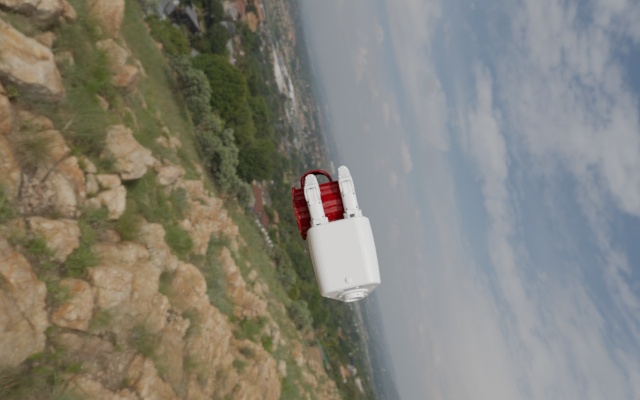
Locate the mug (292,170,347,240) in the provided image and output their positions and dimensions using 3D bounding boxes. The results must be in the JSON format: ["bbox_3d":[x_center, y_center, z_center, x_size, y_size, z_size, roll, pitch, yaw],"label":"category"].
[{"bbox_3d":[0.000,0.001,0.809,0.081,0.117,0.093,-12,-22,4],"label":"mug"}]
